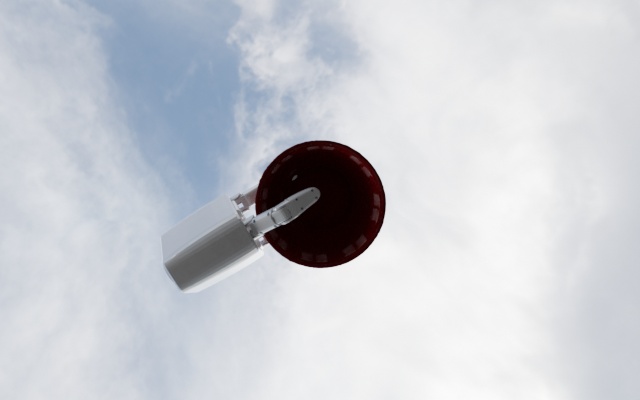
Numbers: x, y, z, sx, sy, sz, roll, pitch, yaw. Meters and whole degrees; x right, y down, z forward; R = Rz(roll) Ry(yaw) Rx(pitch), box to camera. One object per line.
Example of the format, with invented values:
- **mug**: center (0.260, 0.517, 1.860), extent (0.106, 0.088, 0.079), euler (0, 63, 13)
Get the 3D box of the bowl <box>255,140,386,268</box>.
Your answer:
- **bowl**: center (0.001, 0.002, 0.612), extent (0.162, 0.162, 0.055), euler (0, 11, 0)
